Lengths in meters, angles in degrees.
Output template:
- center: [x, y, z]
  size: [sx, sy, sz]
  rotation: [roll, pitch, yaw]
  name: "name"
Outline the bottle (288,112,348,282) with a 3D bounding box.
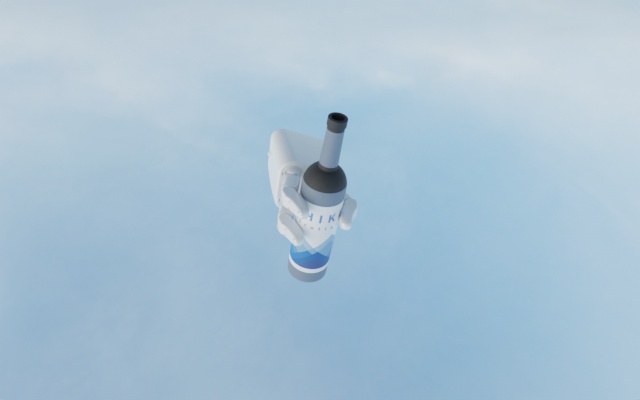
- center: [0.000, 0.003, 0.721]
  size: [0.069, 0.296, 0.069]
  rotation: [7, 39, -6]
  name: "bottle"
